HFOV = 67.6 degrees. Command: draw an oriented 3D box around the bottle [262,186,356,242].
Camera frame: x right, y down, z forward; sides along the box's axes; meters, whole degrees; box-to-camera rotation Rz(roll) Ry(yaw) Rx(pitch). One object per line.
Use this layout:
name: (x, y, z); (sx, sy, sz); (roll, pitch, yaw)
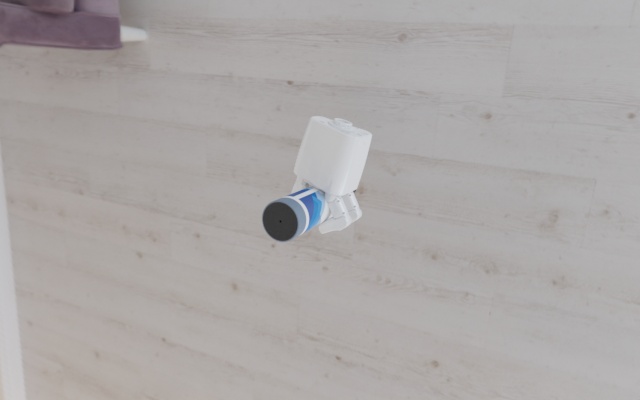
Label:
bottle: (0.000, 0.003, 0.862); (0.069, 0.069, 0.295); (0, 12, 26)
